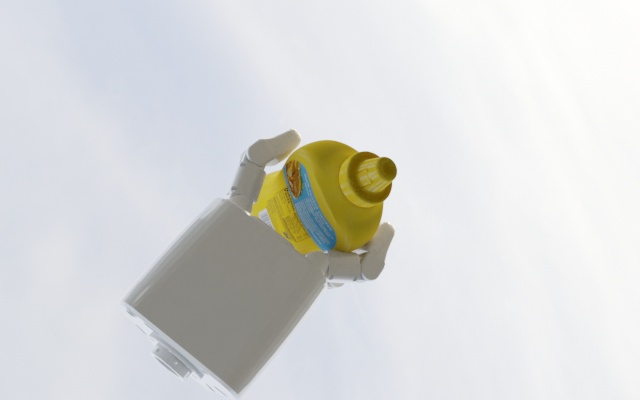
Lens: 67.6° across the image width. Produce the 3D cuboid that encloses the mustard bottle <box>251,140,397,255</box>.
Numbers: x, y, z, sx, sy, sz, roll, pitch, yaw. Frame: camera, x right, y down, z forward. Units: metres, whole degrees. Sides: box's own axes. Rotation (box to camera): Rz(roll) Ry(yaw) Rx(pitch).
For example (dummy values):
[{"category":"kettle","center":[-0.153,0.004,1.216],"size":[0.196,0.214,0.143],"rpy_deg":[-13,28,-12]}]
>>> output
[{"category":"mustard bottle","center":[0.000,0.001,0.409],"size":[0.058,0.096,0.192],"rpy_deg":[-22,-2,-32]}]
